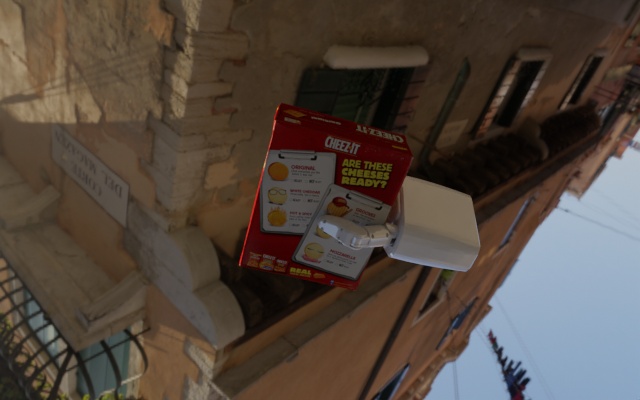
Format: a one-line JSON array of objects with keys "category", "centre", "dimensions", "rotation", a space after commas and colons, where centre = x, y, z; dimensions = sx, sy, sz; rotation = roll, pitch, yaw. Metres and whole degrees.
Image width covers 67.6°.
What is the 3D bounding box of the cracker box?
[{"category": "cracker box", "centre": [0.000, 0.002, 0.609], "dimensions": [0.164, 0.214, 0.072], "rotation": [13, 30, -8]}]
